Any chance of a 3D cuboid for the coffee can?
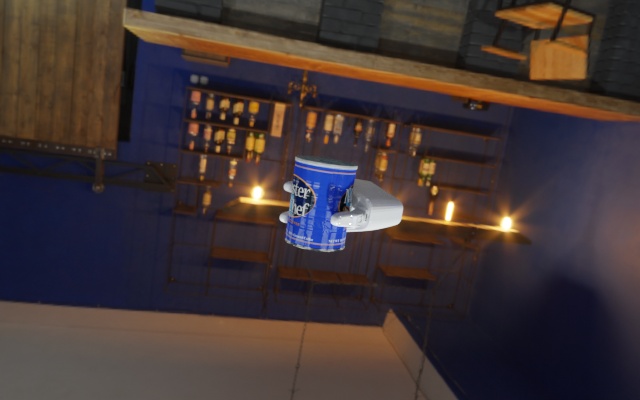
[{"bbox_3d":[0.000,0.002,0.790,0.103,0.140,0.103,8,9,-1],"label":"coffee can"}]
